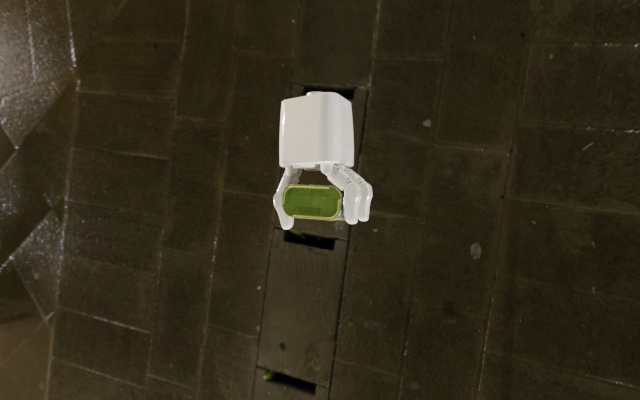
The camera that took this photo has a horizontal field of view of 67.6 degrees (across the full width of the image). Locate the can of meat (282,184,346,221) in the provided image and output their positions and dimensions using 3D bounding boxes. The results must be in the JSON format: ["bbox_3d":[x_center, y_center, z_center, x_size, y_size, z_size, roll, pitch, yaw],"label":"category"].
[{"bbox_3d":[0.000,0.003,0.751,0.102,0.057,0.084,3,0,21],"label":"can of meat"}]
